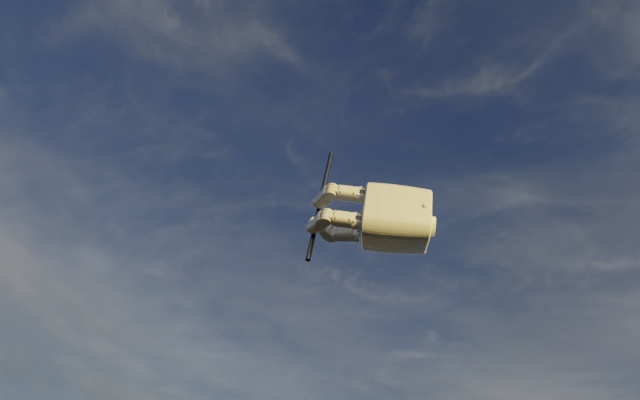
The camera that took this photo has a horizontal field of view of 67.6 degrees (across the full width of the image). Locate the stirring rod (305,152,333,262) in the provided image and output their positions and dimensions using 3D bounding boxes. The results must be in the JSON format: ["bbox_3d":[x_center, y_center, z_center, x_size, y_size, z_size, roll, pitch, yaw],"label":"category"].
[{"bbox_3d":[0.000,0.003,0.820,0.011,0.239,0.011,7,-40,6],"label":"stirring rod"}]
